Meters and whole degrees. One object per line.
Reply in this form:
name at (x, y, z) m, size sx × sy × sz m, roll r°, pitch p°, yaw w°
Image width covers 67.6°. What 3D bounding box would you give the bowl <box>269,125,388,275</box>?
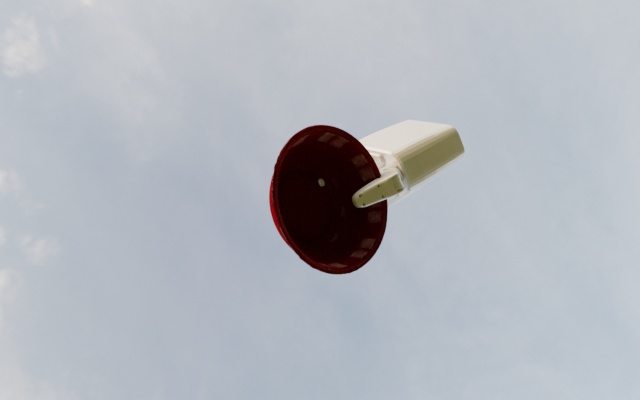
bowl at (-0.001, 0.002, 0.526) m, size 0.162 × 0.162 × 0.055 m, roll 0°, pitch -9°, yaw -40°
